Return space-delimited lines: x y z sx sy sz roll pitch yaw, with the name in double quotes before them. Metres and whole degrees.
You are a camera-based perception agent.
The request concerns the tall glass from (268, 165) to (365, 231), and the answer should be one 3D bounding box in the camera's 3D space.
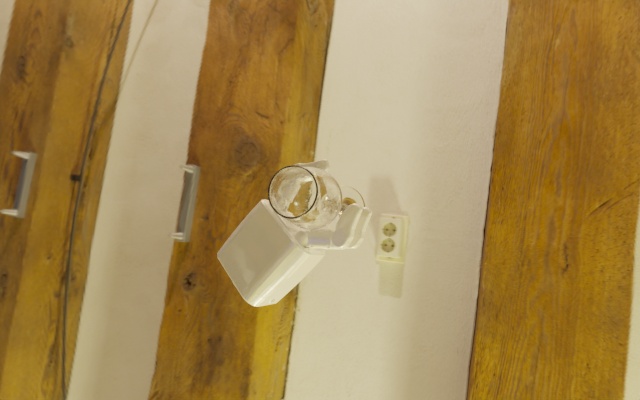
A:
"tall glass" 0.000 0.002 0.635 0.079 0.079 0.201 0 -7 19
